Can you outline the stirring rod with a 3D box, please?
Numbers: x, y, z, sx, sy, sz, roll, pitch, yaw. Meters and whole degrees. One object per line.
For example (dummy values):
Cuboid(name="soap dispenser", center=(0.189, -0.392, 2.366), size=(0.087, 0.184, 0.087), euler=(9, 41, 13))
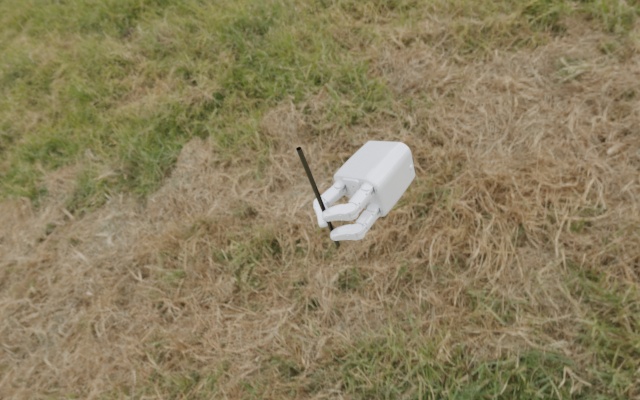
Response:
Cuboid(name="stirring rod", center=(0.000, 0.003, 0.786), size=(0.011, 0.011, 0.240), euler=(0, -41, 21))
